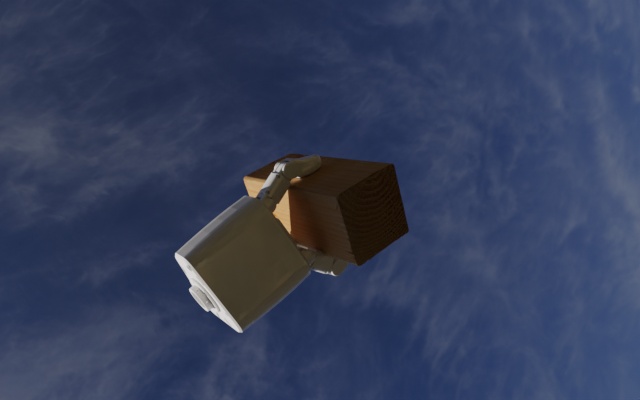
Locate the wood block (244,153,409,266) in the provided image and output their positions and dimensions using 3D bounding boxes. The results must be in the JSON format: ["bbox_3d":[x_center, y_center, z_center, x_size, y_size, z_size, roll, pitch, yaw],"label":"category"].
[{"bbox_3d":[0.000,0.002,0.608,0.090,0.091,0.206,-30,25,-30],"label":"wood block"}]
